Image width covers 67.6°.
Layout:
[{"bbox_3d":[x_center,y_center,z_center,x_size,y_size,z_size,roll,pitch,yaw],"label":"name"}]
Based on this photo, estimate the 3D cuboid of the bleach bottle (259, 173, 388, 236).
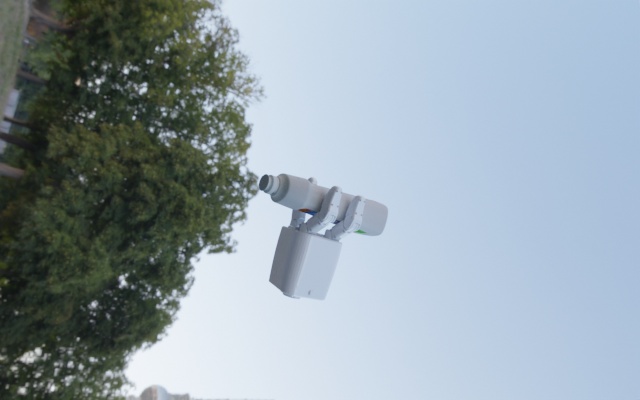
[{"bbox_3d":[0.000,0.003,0.829,0.251,0.068,0.102,19,-6,-37],"label":"bleach bottle"}]
